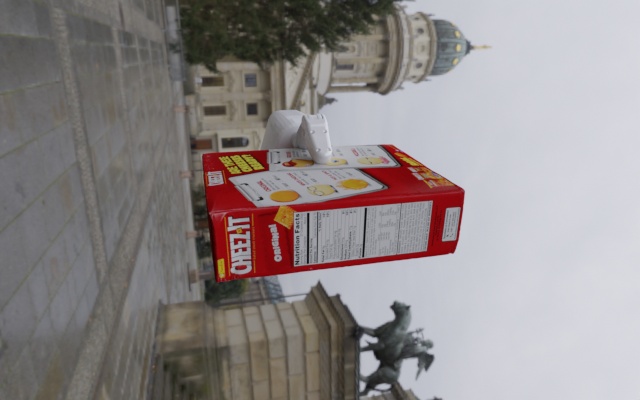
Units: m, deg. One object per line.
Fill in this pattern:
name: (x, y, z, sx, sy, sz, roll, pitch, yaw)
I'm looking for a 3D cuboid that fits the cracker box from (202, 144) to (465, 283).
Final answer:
cracker box: (0.000, 0.001, 0.458, 0.213, 0.072, 0.164, -5, 22, -14)
